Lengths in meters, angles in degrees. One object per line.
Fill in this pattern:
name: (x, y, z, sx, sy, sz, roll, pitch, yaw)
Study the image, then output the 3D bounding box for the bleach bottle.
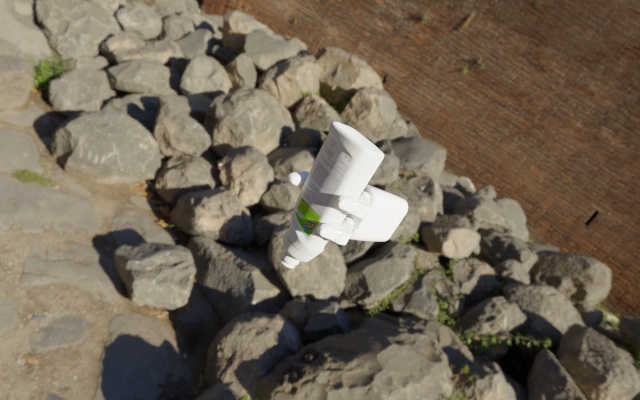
bleach bottle: (0.000, 0.003, 0.794, 0.068, 0.251, 0.102, 11, 28, -46)
